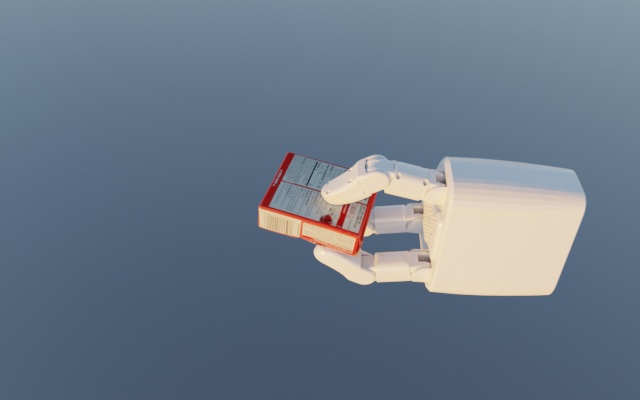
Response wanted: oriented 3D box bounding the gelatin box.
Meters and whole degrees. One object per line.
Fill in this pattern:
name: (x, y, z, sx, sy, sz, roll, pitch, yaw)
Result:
gelatin box: (0.000, 0.001, 0.413, 0.089, 0.073, 0.030, 16, -42, 6)
